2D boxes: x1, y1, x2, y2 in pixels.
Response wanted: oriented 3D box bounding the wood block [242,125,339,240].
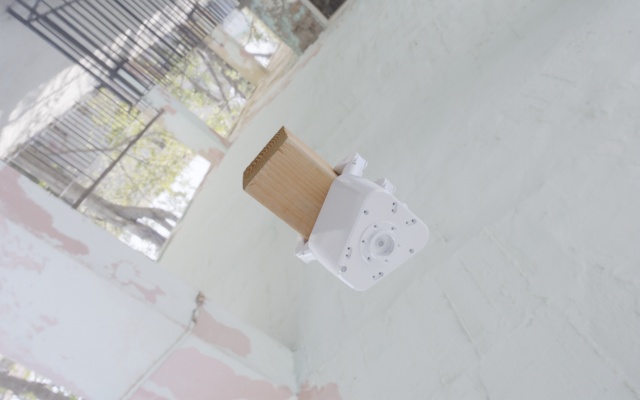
[{"bbox_3d":[0.000,0.003,0.664,0.206,0.091,0.090,39,9,-19],"label":"wood block"}]
